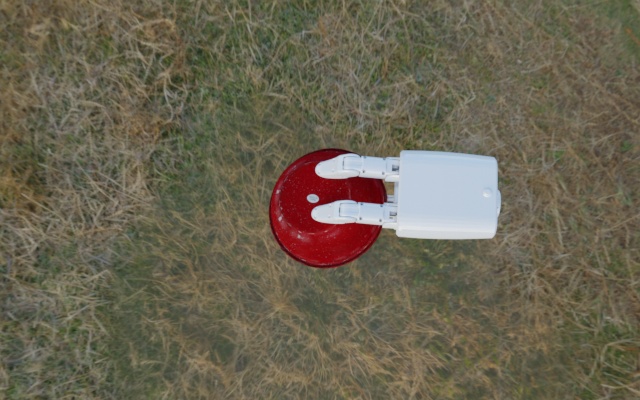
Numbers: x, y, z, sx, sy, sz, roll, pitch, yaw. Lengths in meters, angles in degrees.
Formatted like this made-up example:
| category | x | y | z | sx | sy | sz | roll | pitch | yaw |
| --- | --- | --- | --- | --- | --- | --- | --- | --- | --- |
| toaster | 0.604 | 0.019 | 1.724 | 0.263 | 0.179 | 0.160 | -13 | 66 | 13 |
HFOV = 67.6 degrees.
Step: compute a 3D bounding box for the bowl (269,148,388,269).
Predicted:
| category | x | y | z | sx | sy | sz | roll | pitch | yaw |
| --- | --- | --- | --- | --- | --- | --- | --- | --- | --- |
| bowl | -0.001 | 0.002 | 0.601 | 0.162 | 0.162 | 0.055 | 0 | -14 | 17 |
